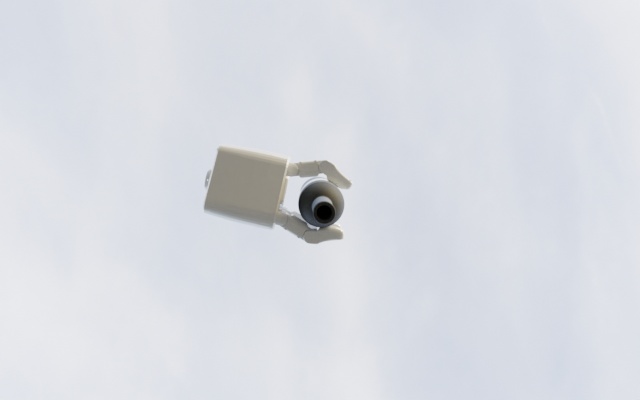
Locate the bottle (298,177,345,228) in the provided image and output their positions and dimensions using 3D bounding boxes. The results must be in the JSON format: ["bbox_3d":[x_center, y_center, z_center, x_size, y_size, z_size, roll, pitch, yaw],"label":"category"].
[{"bbox_3d":[0.000,0.002,0.717,0.069,0.069,0.295,0,5,-2],"label":"bottle"}]
